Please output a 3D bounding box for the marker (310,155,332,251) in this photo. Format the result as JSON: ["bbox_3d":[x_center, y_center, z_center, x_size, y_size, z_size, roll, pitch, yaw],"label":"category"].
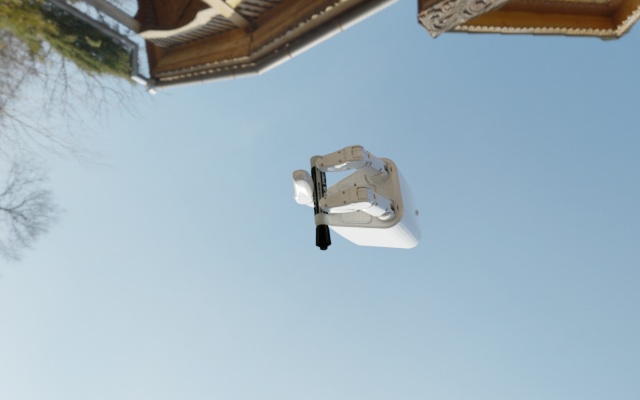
[{"bbox_3d":[0.000,0.002,0.573,0.020,0.121,0.020,-4,-25,-2],"label":"marker"}]
